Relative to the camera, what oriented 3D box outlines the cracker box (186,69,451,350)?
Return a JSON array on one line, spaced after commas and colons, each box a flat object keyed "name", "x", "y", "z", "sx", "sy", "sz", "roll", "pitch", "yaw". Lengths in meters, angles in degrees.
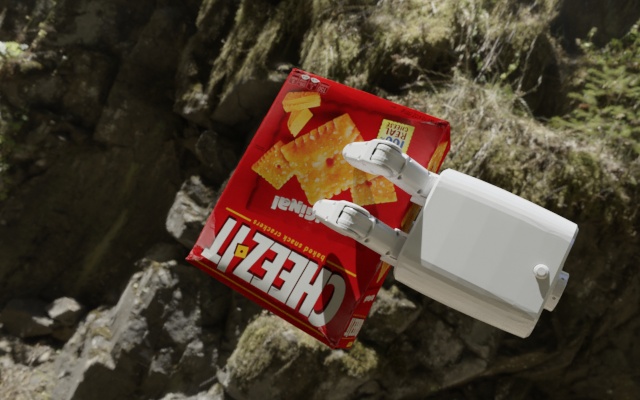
[{"name": "cracker box", "x": 0.000, "y": 0.001, "z": 0.443, "sx": 0.164, "sy": 0.213, "sz": 0.072, "roll": 26, "pitch": -7, "yaw": 21}]
